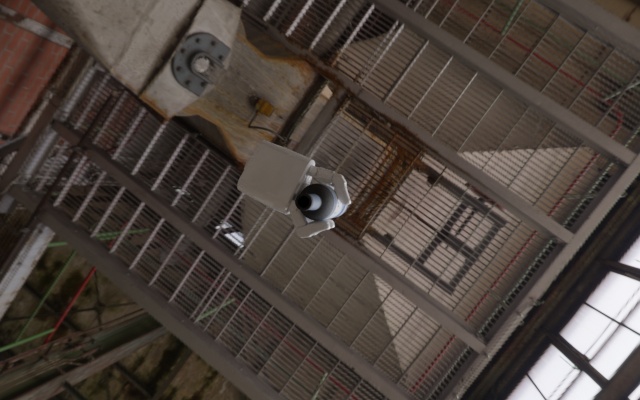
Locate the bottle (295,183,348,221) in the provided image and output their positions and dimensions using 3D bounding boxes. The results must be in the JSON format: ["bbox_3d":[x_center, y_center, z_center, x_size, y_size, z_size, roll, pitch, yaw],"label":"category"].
[{"bbox_3d":[0.000,0.003,0.884,0.069,0.069,0.296,0,0,10],"label":"bottle"}]
